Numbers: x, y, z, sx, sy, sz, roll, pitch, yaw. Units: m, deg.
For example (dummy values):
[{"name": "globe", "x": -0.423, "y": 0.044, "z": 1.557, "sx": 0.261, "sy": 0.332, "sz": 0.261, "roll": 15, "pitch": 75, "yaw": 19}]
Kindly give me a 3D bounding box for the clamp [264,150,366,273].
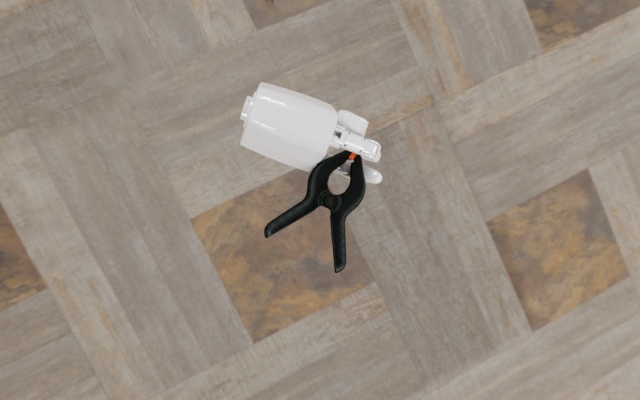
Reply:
[{"name": "clamp", "x": 0.000, "y": 0.002, "z": 0.647, "sx": 0.120, "sy": 0.171, "sz": 0.039, "roll": 19, "pitch": -1, "yaw": -11}]
